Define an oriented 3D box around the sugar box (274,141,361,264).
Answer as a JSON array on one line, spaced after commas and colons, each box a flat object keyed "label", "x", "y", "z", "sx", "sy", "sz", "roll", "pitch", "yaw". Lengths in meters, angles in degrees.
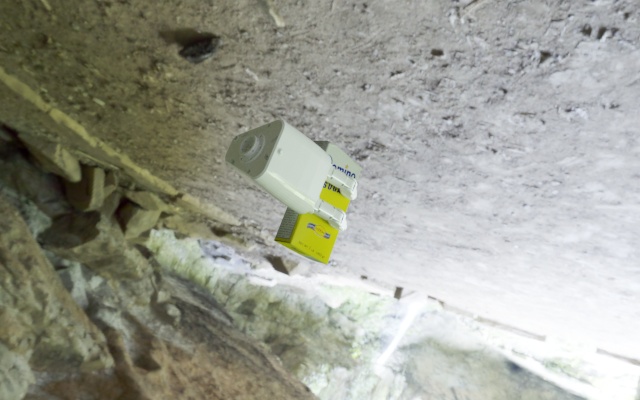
[{"label": "sugar box", "x": 0.000, "y": 0.003, "z": 0.759, "sx": 0.048, "sy": 0.176, "sz": 0.093, "roll": 7, "pitch": -20, "yaw": 45}]
